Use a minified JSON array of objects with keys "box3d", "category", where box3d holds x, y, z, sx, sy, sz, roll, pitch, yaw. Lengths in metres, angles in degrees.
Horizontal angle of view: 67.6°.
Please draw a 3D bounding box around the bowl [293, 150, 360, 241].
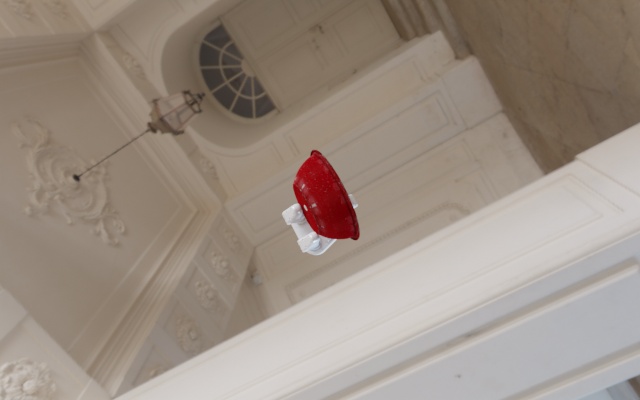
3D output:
[{"box3d":[0.000,0.002,0.763,0.055,0.162,0.162,-26,5,-11],"category":"bowl"}]
